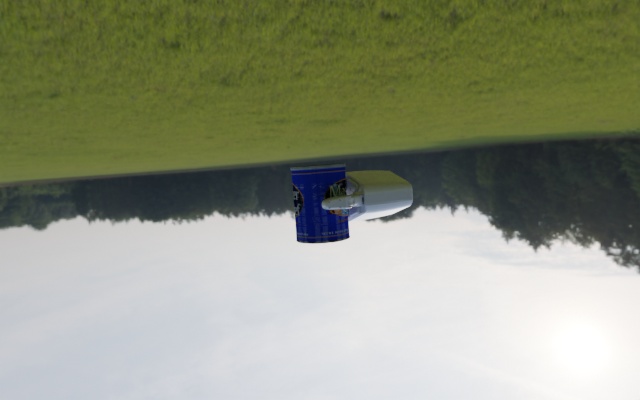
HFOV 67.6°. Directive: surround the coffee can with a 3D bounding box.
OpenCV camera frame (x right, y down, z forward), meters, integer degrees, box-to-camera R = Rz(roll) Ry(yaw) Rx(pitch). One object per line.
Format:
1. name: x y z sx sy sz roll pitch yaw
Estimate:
1. coffee can: 0.000 0.003 0.896 0.103 0.140 0.103 -4 5 0
